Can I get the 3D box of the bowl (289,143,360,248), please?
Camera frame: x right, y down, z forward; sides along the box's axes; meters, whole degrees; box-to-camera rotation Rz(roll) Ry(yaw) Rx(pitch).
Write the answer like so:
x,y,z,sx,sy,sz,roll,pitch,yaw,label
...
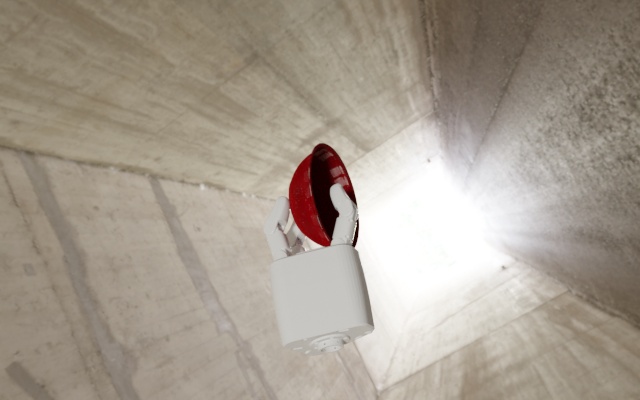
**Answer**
x,y,z,sx,sy,sz,roll,pitch,yaw,label
0.000,0.001,0.686,0.055,0.162,0.162,-14,-6,24,bowl
